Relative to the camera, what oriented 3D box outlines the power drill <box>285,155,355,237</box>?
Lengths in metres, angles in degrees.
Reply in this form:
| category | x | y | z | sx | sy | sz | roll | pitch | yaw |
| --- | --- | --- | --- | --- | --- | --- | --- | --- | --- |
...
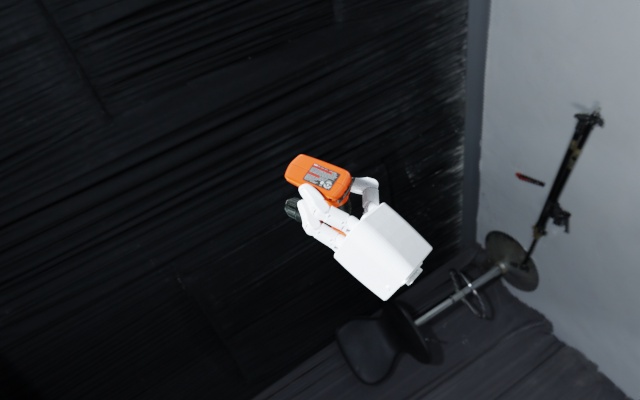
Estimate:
| category | x | y | z | sx | sy | sz | roll | pitch | yaw |
| --- | --- | --- | --- | --- | --- | --- | --- | --- | --- |
| power drill | 0.000 | 0.003 | 0.818 | 0.184 | 0.057 | 0.188 | 21 | -24 | 24 |
